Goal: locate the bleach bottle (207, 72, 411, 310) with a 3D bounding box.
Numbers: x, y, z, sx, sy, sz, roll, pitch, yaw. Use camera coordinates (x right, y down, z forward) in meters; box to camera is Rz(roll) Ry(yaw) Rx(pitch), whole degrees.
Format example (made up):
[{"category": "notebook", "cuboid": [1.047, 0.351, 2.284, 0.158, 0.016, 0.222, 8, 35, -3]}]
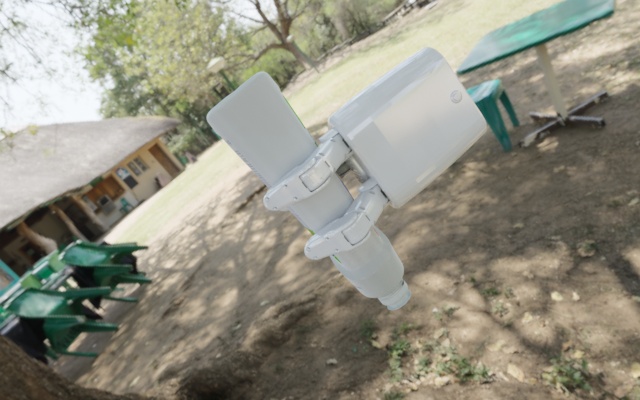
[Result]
[{"category": "bleach bottle", "cuboid": [0.000, 0.001, 0.448, 0.068, 0.251, 0.102, -39, 14, -2]}]
